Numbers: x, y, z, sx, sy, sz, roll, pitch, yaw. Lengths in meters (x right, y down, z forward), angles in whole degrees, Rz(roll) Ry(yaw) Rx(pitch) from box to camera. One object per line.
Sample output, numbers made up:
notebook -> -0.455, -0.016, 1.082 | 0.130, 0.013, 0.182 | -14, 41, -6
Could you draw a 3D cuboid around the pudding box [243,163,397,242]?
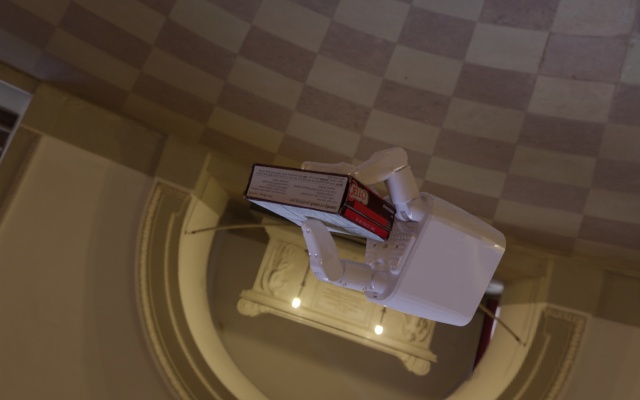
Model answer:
pudding box -> 0.000, 0.002, 0.438 | 0.113, 0.039, 0.090 | 8, -15, 36
